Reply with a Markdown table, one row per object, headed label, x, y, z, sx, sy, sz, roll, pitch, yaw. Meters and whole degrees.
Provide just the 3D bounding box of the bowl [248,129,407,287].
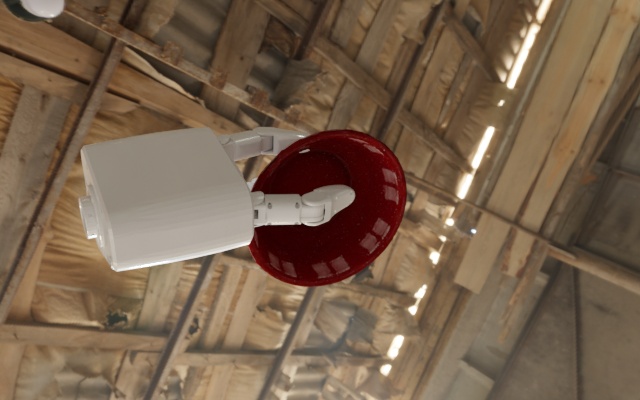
| label | x | y | z | sx | sy | sz | roll | pitch | yaw |
| --- | --- | --- | --- | --- | --- | --- | --- | --- | --- |
| bowl | 0.001 | 0.001 | 0.462 | 0.162 | 0.162 | 0.055 | 0 | 25 | -23 |
